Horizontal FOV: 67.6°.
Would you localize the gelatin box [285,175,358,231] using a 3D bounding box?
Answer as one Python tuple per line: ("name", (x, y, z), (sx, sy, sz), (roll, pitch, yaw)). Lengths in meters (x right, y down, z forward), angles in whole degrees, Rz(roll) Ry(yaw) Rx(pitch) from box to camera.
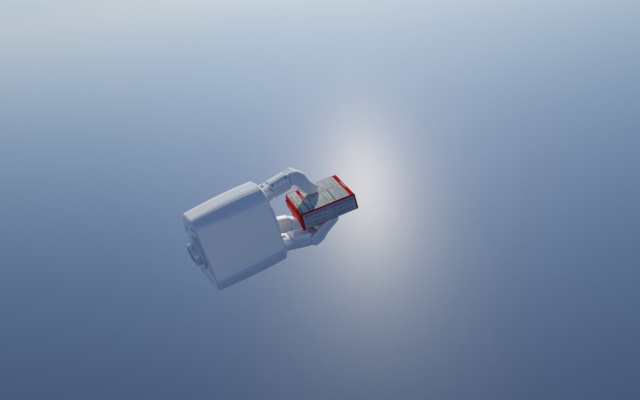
("gelatin box", (0.000, 0.002, 0.706), (0.089, 0.030, 0.073), (-23, 31, -11))
